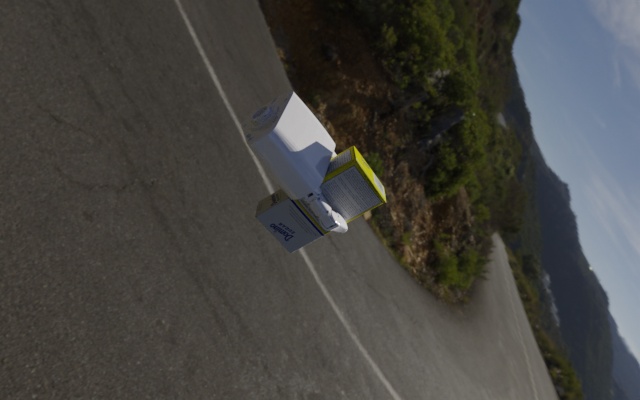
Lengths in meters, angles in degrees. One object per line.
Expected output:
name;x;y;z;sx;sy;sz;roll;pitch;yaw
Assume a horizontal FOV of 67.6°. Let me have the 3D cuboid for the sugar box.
sugar box;0.000;0.002;0.716;0.176;0.093;0.048;-27;32;19
